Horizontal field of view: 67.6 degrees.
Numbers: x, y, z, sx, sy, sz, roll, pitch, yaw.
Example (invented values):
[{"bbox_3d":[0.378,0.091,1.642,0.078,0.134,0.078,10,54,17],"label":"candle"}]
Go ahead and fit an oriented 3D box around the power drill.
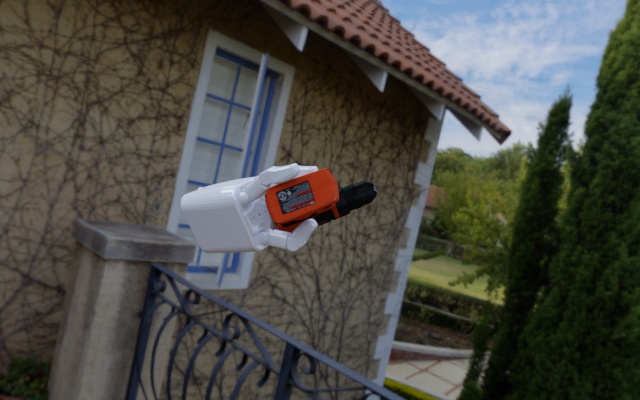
[{"bbox_3d":[0.000,0.002,0.754,0.184,0.057,0.188,-22,-12,4],"label":"power drill"}]
